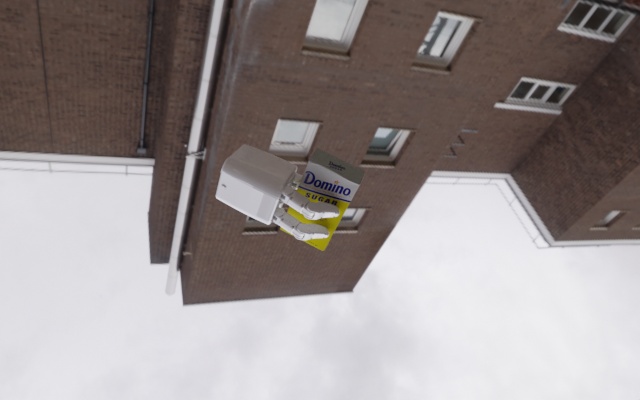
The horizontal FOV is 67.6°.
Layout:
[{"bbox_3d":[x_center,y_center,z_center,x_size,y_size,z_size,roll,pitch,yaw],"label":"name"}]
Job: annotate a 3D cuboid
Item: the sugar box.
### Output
[{"bbox_3d":[0.000,0.003,0.828,0.093,0.176,0.048,26,44,1],"label":"sugar box"}]
